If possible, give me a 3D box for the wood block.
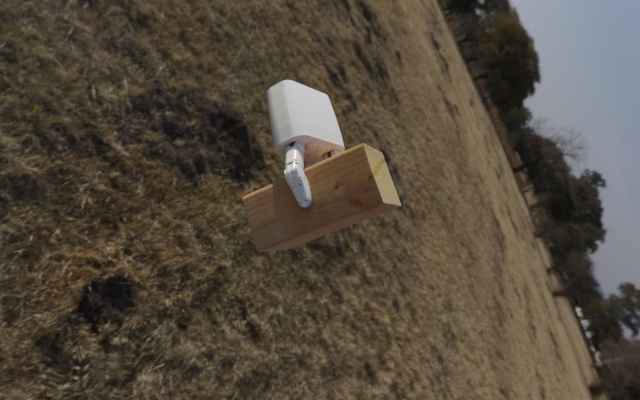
[{"bbox_3d":[0.000,0.002,0.712,0.206,0.090,0.091,-23,-13,22],"label":"wood block"}]
